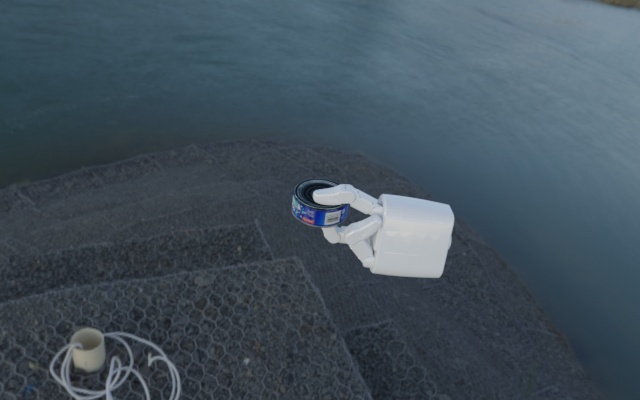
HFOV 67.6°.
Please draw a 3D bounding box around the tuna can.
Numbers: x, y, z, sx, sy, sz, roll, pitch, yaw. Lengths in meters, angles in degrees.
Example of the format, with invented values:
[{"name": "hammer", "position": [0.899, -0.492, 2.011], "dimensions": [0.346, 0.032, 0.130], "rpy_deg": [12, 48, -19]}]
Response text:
[{"name": "tuna can", "position": [0.000, 0.002, 0.718], "dimensions": [0.086, 0.034, 0.086], "rpy_deg": [5, 34, -4]}]
